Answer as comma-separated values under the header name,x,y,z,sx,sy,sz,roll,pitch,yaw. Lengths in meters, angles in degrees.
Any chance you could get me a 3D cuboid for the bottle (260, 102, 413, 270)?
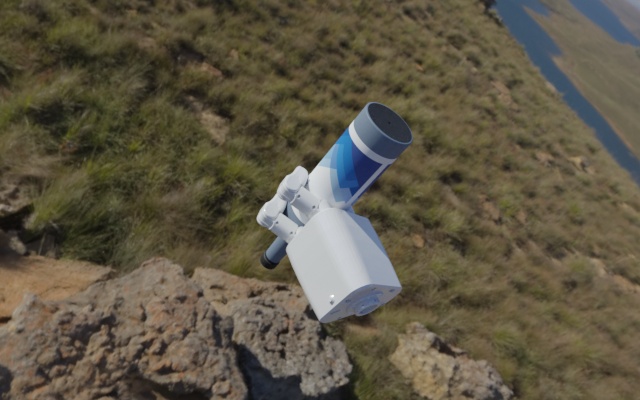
name,x,y,z,sx,sy,sz,roll,pitch,yaw
bottle,0.000,0.002,0.623,0.069,0.069,0.296,0,-37,-42
